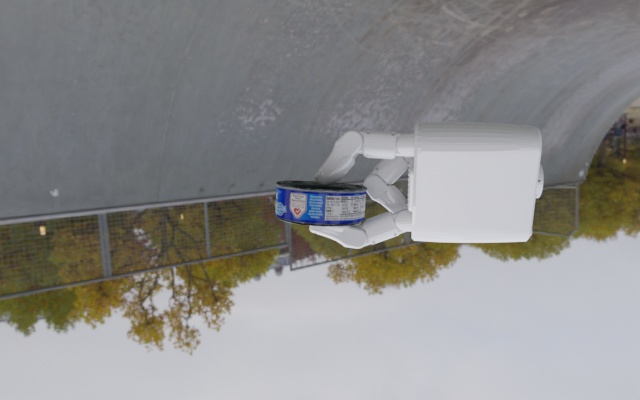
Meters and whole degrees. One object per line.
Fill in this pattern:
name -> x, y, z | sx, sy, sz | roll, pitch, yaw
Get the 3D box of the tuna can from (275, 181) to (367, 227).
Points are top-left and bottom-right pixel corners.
tuna can -> 0.000, 0.002, 0.451 | 0.086, 0.034, 0.086 | 3, 7, 0
